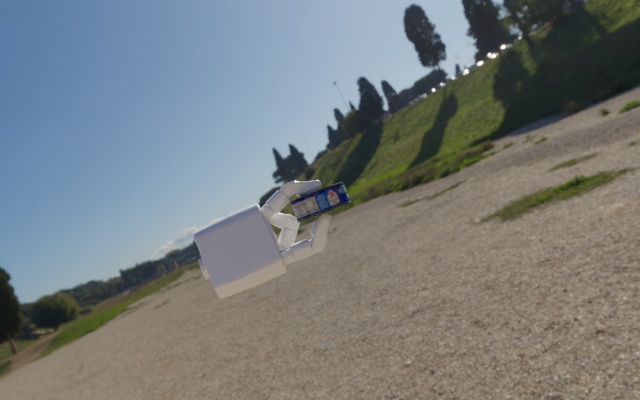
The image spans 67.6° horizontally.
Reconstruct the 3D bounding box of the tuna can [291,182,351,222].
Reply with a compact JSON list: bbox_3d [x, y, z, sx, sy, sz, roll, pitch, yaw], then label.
[{"bbox_3d":[0.000,0.002,0.713,0.086,0.034,0.086,-21,-1,0],"label":"tuna can"}]
